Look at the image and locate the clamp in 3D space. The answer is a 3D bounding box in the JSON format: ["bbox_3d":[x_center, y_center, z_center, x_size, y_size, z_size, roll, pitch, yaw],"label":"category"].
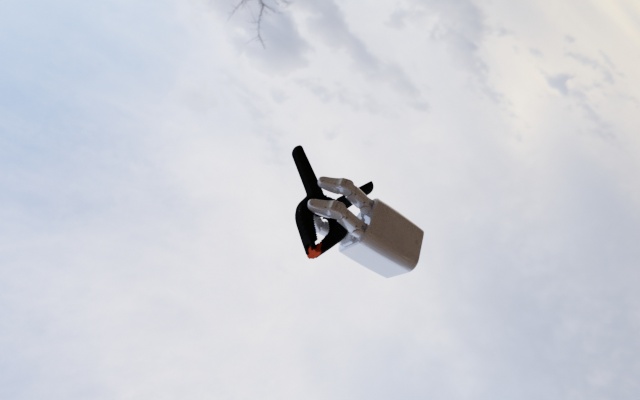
[{"bbox_3d":[0.000,0.004,0.806,0.164,0.209,0.036,30,-43,-8],"label":"clamp"}]
